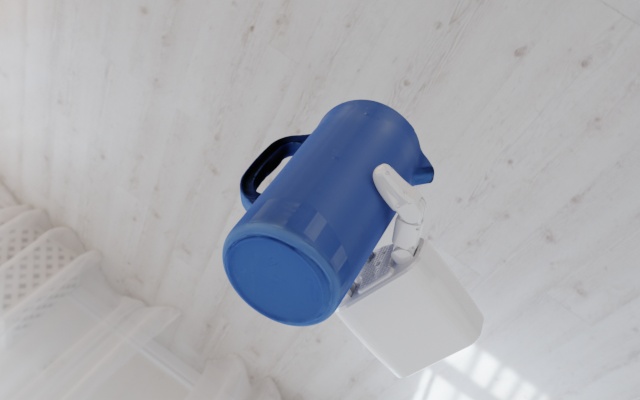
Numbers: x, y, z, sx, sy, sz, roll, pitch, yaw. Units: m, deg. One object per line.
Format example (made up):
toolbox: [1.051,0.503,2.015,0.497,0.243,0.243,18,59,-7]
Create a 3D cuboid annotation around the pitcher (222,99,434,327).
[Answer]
pitcher: [0.000,0.002,0.477,0.149,0.145,0.242,-31,14,38]
